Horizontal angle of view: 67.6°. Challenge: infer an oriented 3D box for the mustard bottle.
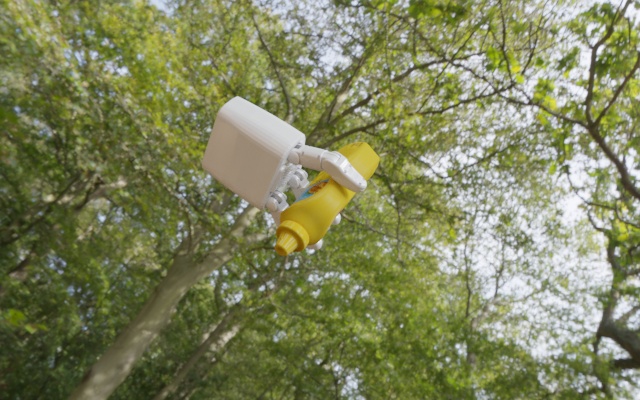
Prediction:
[{"bbox_3d":[0.000,0.002,0.616,0.096,0.058,0.191,-30,15,48],"label":"mustard bottle"}]
